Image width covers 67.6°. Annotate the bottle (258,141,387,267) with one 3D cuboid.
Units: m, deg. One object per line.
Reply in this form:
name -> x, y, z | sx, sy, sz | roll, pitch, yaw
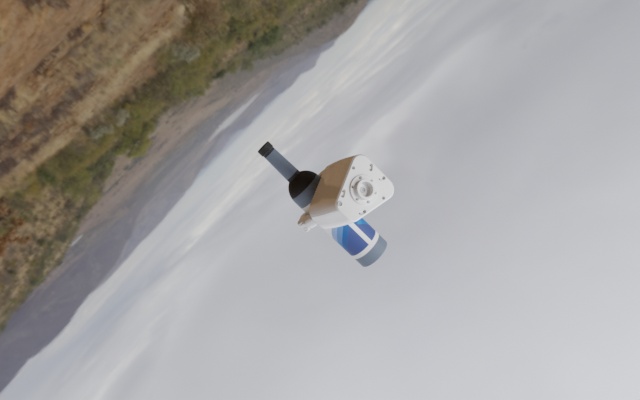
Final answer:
bottle -> 0.000, 0.003, 0.885 | 0.296, 0.069, 0.069 | 44, -12, -13
